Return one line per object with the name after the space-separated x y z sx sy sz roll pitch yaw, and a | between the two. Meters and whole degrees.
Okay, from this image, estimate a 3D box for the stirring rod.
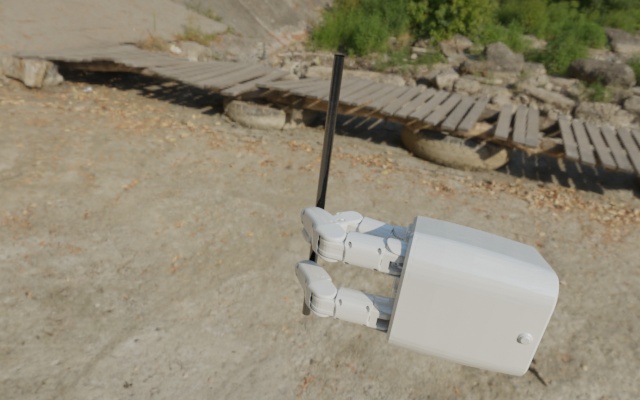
0.000 0.001 0.400 0.011 0.240 0.011 6 28 -3 | stirring rod
